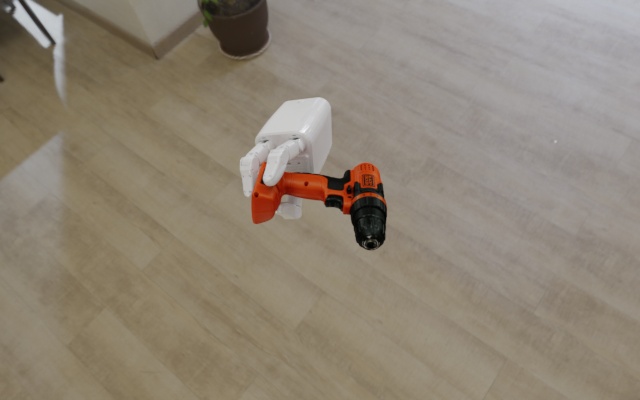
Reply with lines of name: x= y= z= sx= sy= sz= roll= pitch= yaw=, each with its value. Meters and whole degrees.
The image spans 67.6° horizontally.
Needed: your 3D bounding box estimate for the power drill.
power drill: x=0.000 y=0.002 z=0.679 sx=0.187 sy=0.057 sz=0.184 roll=5 pitch=32 yaw=0
